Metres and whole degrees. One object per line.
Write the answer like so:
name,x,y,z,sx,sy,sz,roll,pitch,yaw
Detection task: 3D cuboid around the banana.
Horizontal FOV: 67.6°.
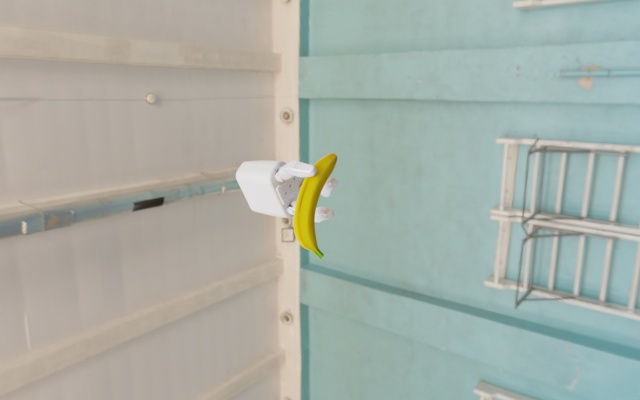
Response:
banana,-0.013,0.002,0.866,0.037,0.197,0.070,2,-11,44
